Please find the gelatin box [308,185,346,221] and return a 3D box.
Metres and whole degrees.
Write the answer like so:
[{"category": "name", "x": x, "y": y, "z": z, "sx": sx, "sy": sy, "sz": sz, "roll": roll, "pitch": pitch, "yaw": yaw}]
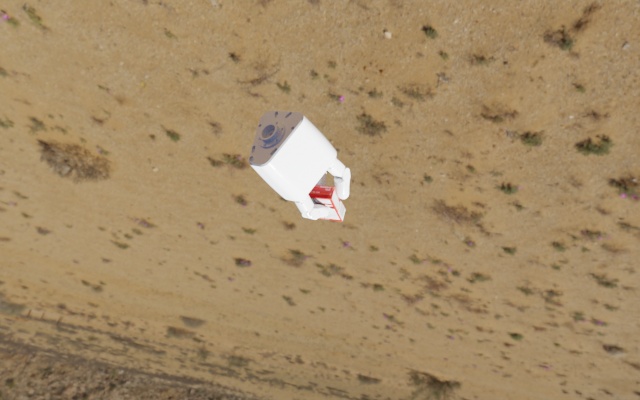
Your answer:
[{"category": "gelatin box", "x": 0.000, "y": 0.003, "z": 0.884, "sx": 0.073, "sy": 0.030, "sz": 0.089, "roll": 6, "pitch": -27, "yaw": 22}]
